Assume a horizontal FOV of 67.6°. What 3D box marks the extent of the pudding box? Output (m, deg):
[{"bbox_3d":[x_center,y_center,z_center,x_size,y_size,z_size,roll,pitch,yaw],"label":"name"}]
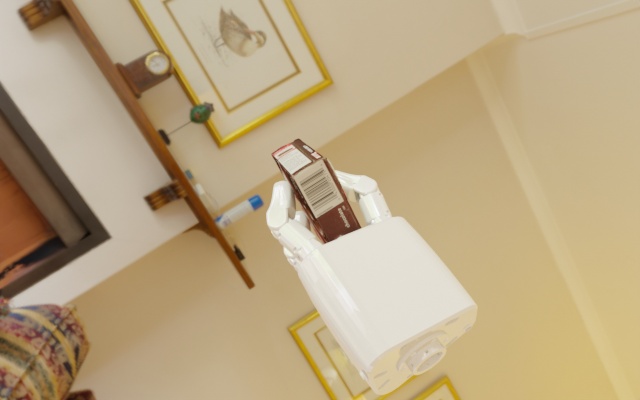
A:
[{"bbox_3d":[0.000,0.001,0.472,0.039,0.113,0.090,-30,25,-8],"label":"pudding box"}]
